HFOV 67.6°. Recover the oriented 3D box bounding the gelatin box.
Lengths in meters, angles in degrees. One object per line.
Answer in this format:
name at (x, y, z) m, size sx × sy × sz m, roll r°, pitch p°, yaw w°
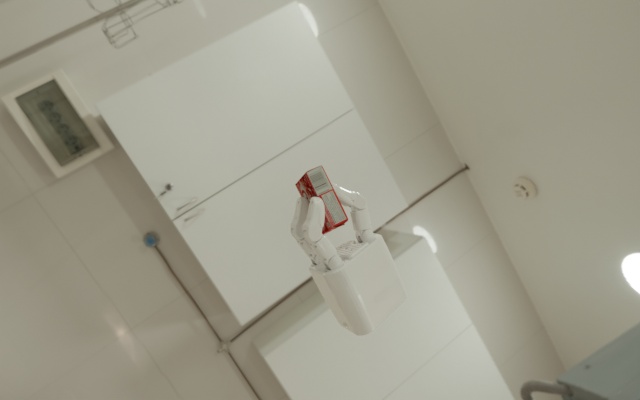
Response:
gelatin box at (0.000, 0.002, 0.690) m, size 0.030 × 0.089 × 0.073 m, roll -25°, pitch -4°, yaw -18°
